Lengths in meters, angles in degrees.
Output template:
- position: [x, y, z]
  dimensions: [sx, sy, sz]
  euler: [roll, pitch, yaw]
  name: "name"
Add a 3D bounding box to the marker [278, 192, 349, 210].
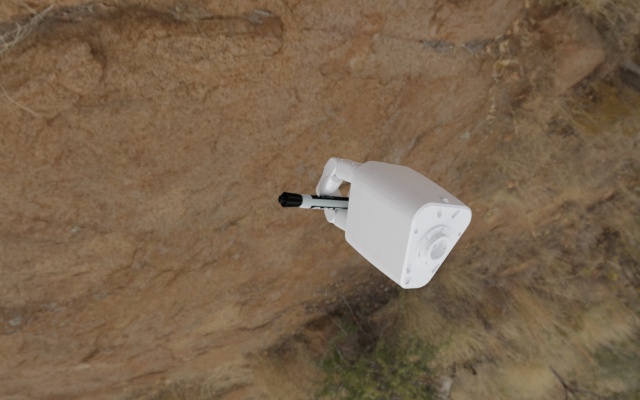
- position: [0.000, 0.002, 0.603]
  dimensions: [0.121, 0.020, 0.020]
  euler: [4, -3, -37]
  name: "marker"
